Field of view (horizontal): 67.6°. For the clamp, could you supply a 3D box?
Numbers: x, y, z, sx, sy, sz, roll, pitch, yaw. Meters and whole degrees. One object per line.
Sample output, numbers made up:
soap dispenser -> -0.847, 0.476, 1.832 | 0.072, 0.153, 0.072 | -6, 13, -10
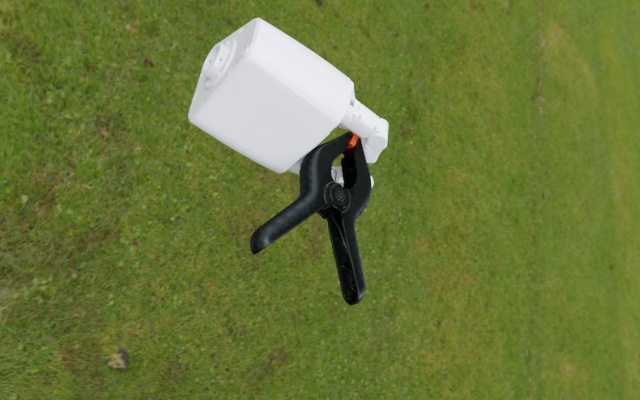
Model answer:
clamp -> 0.001, 0.001, 0.449 | 0.120, 0.171, 0.039 | 27, -34, -33
